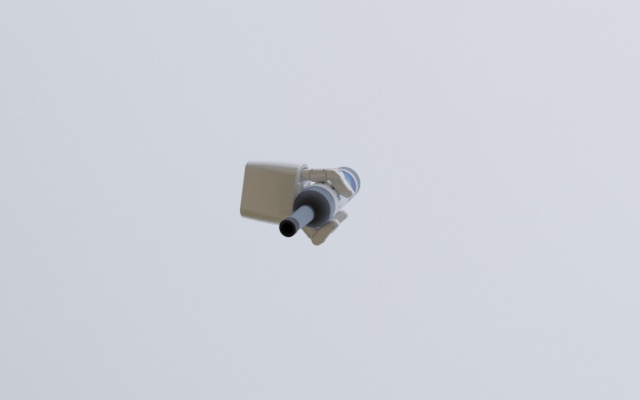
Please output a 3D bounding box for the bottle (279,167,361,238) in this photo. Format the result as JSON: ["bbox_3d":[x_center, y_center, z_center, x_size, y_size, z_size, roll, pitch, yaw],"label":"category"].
[{"bbox_3d":[0.000,0.003,0.826,0.069,0.069,0.295,0,15,20],"label":"bottle"}]
